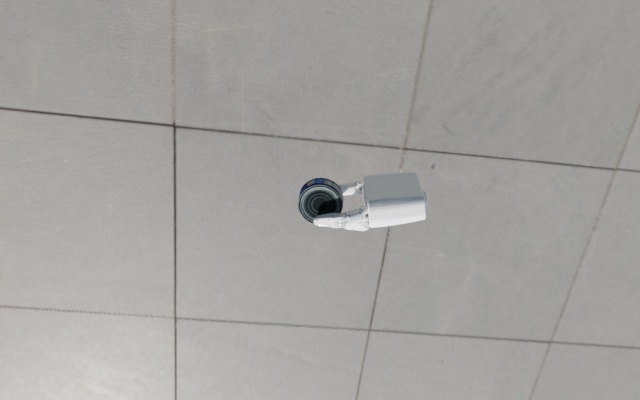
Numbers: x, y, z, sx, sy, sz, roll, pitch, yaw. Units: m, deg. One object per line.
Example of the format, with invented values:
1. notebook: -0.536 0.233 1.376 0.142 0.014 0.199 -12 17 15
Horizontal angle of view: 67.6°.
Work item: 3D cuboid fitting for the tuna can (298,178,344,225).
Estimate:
1. tuna can: 0.000 0.003 0.894 0.086 0.086 0.033 0 24 3
